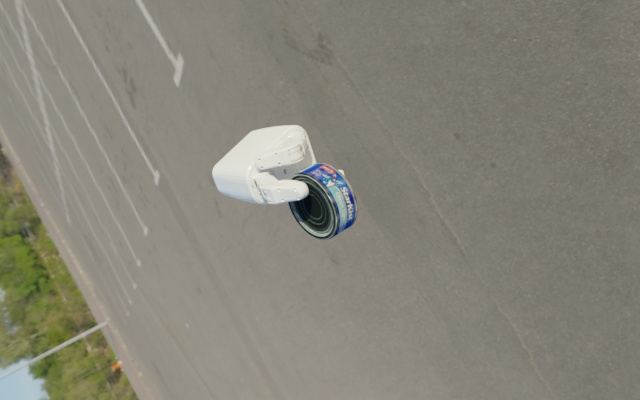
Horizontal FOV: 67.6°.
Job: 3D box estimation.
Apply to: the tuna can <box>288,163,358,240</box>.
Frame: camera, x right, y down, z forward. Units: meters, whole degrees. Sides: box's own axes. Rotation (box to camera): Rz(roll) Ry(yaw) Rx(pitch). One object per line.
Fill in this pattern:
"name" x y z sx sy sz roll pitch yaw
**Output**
"tuna can" 0.000 0.002 0.553 0.033 0.086 0.086 -30 18 -36
